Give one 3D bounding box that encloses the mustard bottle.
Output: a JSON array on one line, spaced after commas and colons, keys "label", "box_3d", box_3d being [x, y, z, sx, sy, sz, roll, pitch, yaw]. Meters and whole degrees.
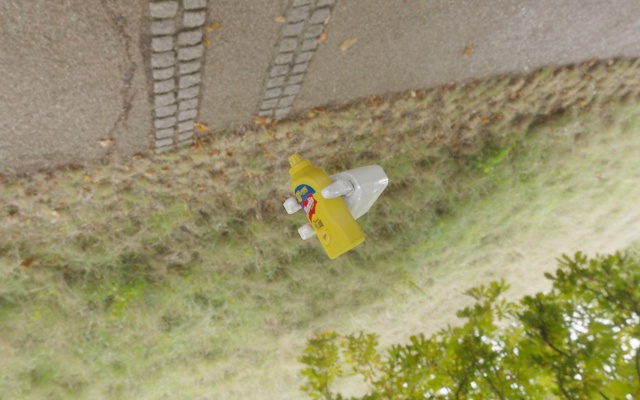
[{"label": "mustard bottle", "box_3d": [0.000, 0.003, 0.826, 0.058, 0.191, 0.096, -26, -8, -25]}]
